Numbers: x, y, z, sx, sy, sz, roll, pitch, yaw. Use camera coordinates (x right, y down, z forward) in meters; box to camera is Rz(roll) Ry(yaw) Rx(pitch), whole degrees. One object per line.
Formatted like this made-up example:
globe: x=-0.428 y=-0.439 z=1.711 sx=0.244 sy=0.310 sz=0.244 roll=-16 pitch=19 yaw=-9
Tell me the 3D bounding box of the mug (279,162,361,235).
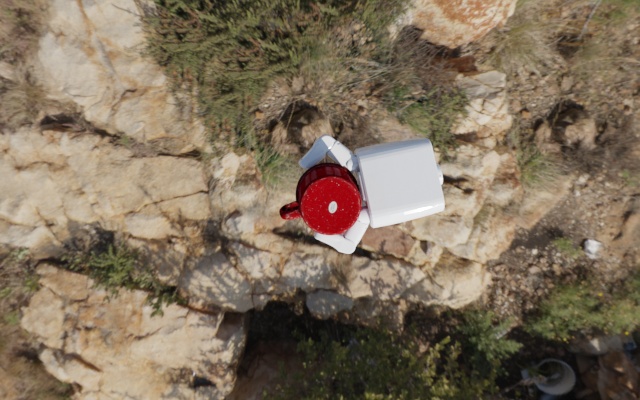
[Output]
mug: x=-0.001 y=0.002 z=0.652 sx=0.117 sy=0.093 sz=0.081 roll=-14 pitch=12 yaw=1
